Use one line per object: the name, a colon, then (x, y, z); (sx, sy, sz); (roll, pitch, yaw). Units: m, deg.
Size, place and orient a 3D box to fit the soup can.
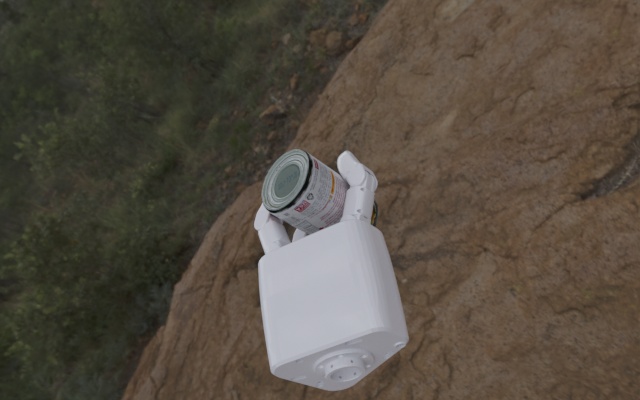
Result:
soup can: (0.000, 0.001, 0.476); (0.102, 0.068, 0.068); (32, -21, -37)
